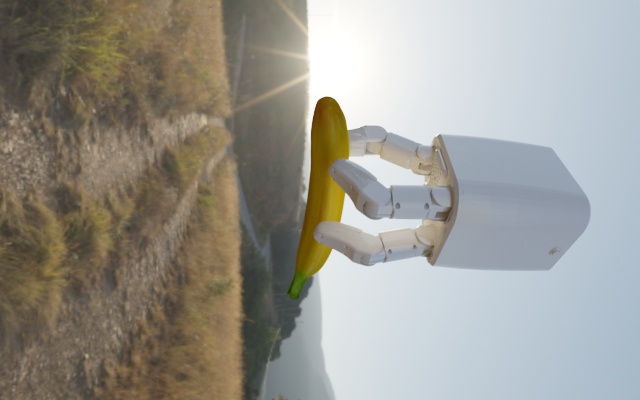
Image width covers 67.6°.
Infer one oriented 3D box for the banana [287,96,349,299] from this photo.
[{"bbox_3d":[0.003,-0.004,0.432,0.037,0.198,0.069,11,28,6],"label":"banana"}]
